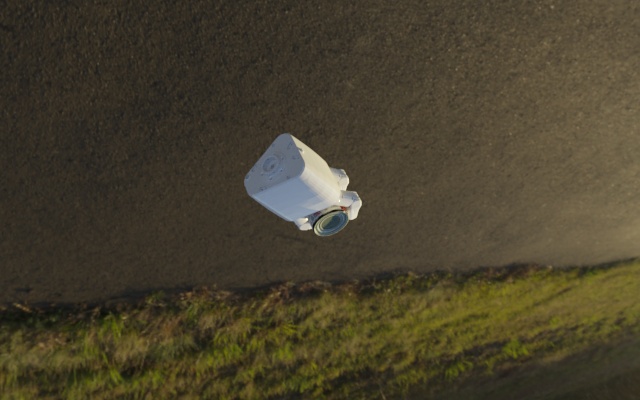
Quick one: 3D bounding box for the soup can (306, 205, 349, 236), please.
[{"bbox_3d":[0.000,0.003,0.835,0.068,0.102,0.069,-17,-37,-13],"label":"soup can"}]
